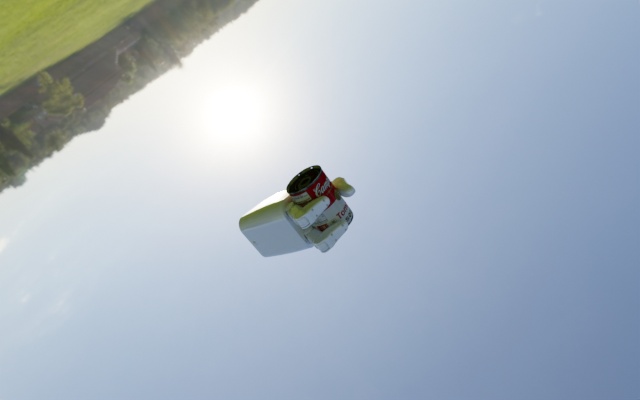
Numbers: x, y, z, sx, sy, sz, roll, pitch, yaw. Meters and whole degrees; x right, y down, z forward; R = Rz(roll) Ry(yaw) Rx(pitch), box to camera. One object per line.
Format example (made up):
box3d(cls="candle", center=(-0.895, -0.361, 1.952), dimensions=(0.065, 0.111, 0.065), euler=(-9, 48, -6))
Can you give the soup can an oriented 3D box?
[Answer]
box3d(cls="soup can", center=(0.001, 0.003, 0.777), dimensions=(0.068, 0.102, 0.068), euler=(-29, 26, 16))
